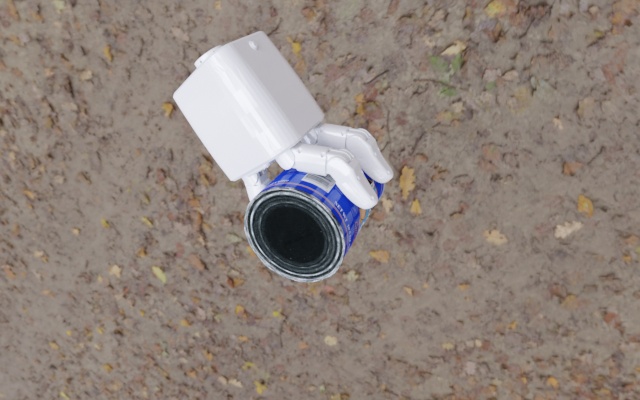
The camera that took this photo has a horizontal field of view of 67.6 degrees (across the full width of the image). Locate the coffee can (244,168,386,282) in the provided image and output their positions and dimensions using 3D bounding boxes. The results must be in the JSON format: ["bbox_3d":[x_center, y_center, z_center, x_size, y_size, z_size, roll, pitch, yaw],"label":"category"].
[{"bbox_3d":[0.000,0.002,0.495,0.103,0.103,0.140,0,28,25],"label":"coffee can"}]
